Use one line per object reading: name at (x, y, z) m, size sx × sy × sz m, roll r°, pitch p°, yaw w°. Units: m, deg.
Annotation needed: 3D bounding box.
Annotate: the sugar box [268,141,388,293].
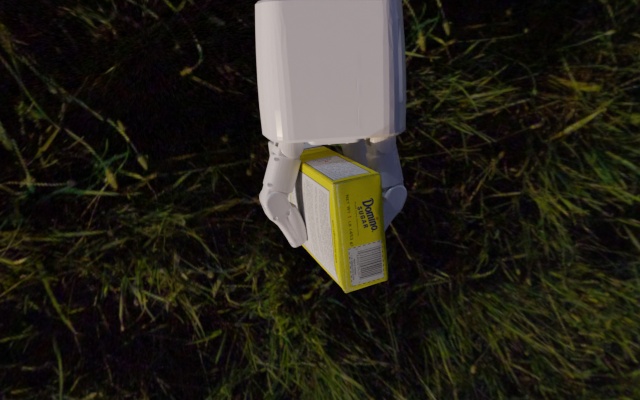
sugar box at (0.001, 0.001, 0.435) m, size 0.048 × 0.093 × 0.176 m, roll -12°, pitch 21°, yaw -16°
